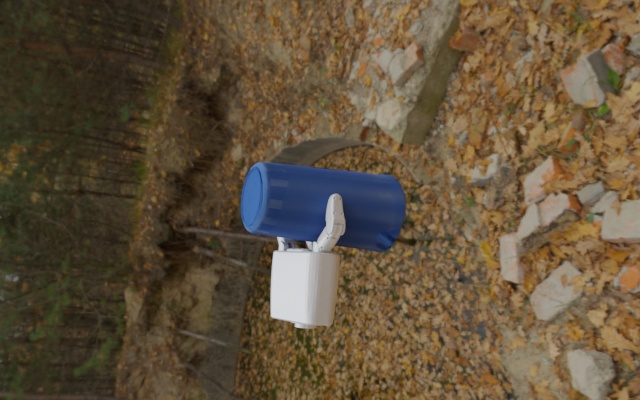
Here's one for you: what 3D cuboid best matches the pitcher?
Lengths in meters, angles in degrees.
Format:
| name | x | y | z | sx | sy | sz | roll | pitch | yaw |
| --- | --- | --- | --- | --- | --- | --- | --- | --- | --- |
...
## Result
| name | x | y | z | sx | sy | sz | roll | pitch | yaw |
| --- | --- | --- | --- | --- | --- | --- | --- | --- | --- |
| pitcher | 0.000 | 0.003 | 0.770 | 0.243 | 0.145 | 0.149 | 8 | -9 | -26 |
